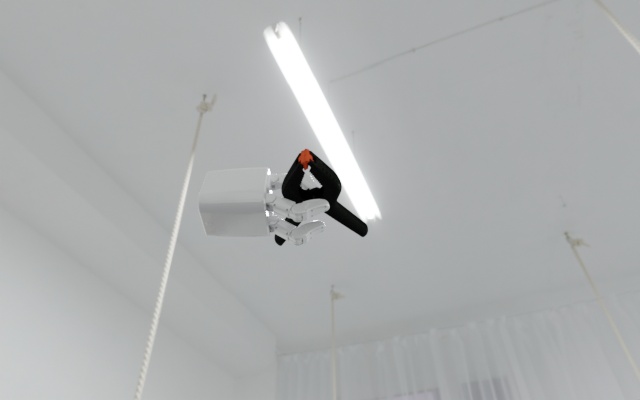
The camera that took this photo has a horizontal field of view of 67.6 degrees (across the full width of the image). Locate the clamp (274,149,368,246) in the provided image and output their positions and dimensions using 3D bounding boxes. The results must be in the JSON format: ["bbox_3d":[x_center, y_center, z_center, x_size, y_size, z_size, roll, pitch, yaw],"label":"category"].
[{"bbox_3d":[0.000,0.002,0.776,0.164,0.036,0.210,-3,-42,-2],"label":"clamp"}]
